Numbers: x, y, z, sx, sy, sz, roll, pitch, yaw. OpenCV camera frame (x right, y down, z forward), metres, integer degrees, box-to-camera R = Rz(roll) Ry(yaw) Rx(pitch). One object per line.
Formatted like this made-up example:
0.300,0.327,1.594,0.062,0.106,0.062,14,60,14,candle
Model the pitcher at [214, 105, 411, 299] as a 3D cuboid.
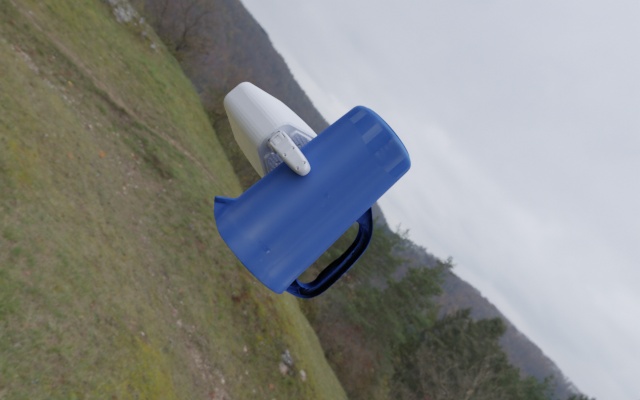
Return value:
0.000,0.002,0.614,0.243,0.145,0.149,-41,-30,0,pitcher
